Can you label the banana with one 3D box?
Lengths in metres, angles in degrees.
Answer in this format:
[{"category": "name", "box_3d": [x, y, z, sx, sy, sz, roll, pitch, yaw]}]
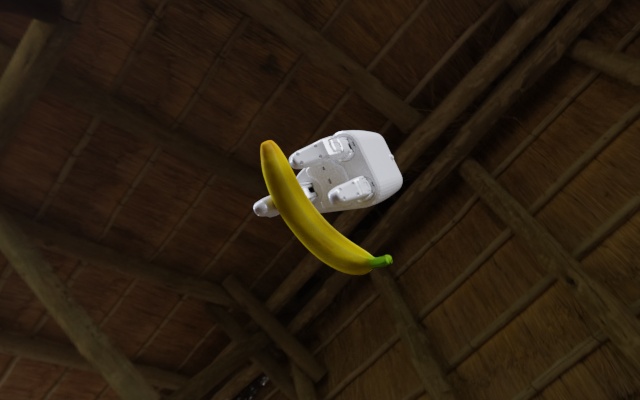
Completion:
[{"category": "banana", "box_3d": [-0.007, 0.018, 0.528, 0.197, 0.070, 0.037, 43, 29, 17]}]
